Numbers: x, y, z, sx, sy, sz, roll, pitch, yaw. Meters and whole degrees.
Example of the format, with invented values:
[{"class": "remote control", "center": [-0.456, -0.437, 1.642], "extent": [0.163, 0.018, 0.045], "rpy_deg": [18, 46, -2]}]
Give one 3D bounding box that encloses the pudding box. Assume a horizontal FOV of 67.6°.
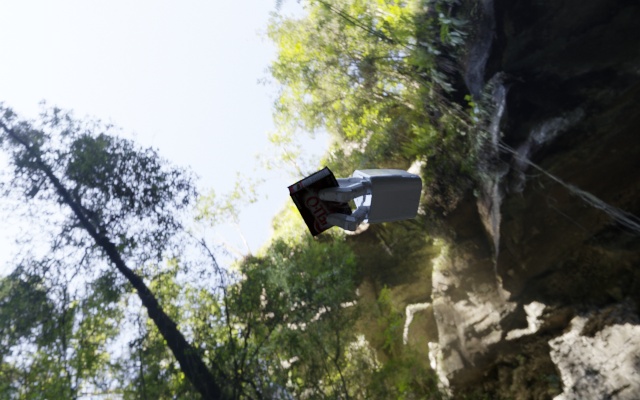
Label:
[{"class": "pudding box", "center": [0.000, 0.003, 0.899], "extent": [0.090, 0.113, 0.039], "rpy_deg": [-28, 32, 0]}]
